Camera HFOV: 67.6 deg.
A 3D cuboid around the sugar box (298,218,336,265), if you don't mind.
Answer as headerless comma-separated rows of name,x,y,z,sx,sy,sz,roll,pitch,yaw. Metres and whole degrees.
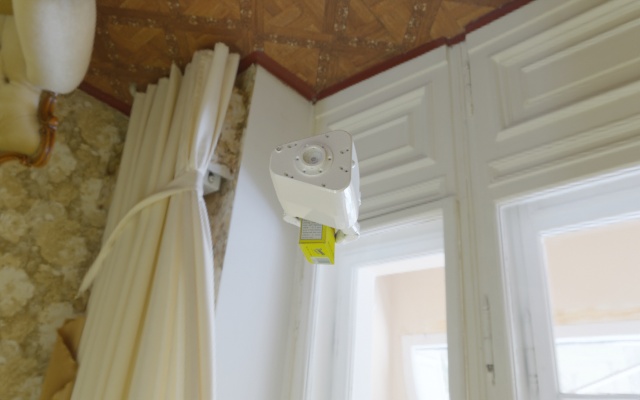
sugar box,0.001,0.002,0.741,0.048,0.176,0.093,0,-26,10
